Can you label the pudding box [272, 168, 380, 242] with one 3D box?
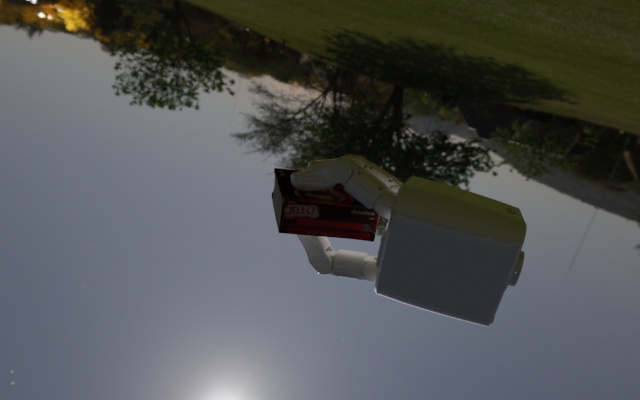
[{"bbox_3d":[0.000,0.002,0.469,0.090,0.039,0.113,7,14,-12],"label":"pudding box"}]
